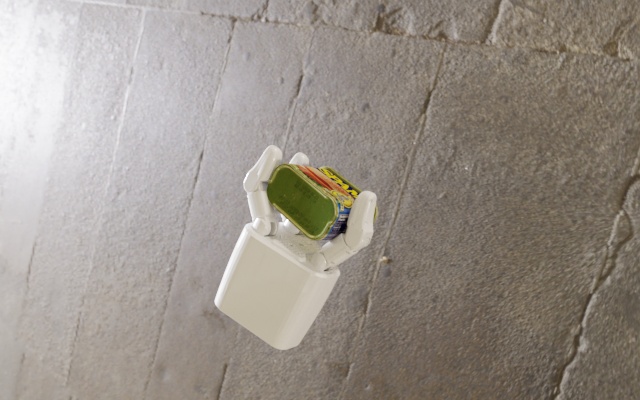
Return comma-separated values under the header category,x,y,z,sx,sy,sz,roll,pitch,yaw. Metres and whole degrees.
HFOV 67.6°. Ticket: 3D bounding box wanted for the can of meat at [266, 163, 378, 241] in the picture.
category,x,y,z,sx,sy,sz,roll,pitch,yaw
can of meat,0.000,0.002,0.537,0.102,0.057,0.084,39,20,29
